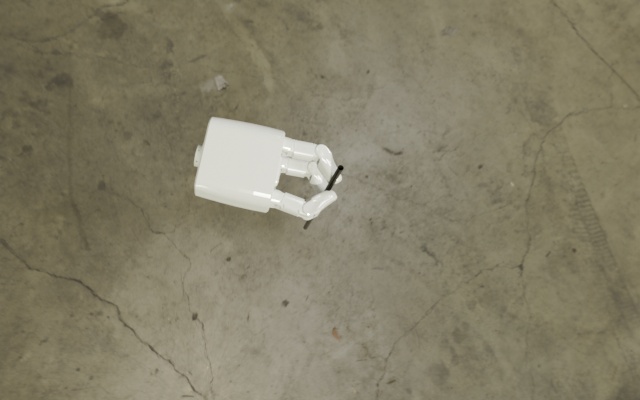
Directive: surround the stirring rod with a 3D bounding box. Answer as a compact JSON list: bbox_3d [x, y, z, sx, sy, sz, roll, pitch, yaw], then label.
[{"bbox_3d":[0.000,0.002,0.734,0.011,0.011,0.240,0,-22,-14],"label":"stirring rod"}]
